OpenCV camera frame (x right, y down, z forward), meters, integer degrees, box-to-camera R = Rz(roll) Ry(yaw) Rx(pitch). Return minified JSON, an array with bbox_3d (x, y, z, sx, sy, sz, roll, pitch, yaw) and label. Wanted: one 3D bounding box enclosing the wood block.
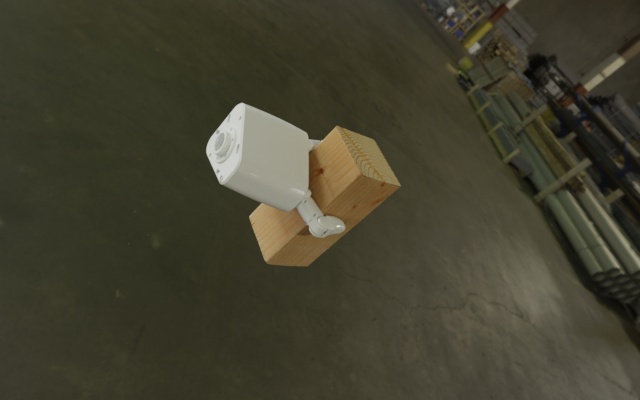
[{"bbox_3d":[0.000,0.002,0.694,0.090,0.090,0.206,12,-46,-46],"label":"wood block"}]
